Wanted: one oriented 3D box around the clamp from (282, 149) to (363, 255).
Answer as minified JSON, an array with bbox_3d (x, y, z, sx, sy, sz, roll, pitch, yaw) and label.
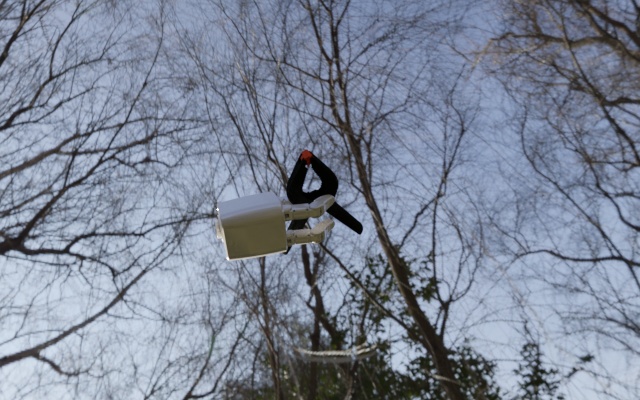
[{"bbox_3d":[0.000,0.002,0.871,0.164,0.210,0.036,-10,35,-11],"label":"clamp"}]
